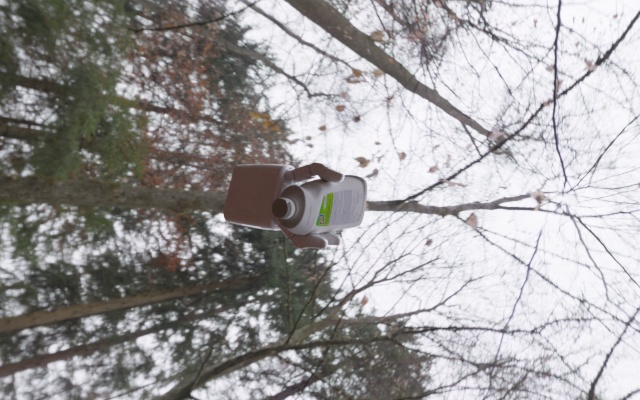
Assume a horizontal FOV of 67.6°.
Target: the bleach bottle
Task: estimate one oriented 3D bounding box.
[{"bbox_3d":[0.000,0.003,0.797,0.068,0.102,0.251,7,3,27],"label":"bleach bottle"}]
